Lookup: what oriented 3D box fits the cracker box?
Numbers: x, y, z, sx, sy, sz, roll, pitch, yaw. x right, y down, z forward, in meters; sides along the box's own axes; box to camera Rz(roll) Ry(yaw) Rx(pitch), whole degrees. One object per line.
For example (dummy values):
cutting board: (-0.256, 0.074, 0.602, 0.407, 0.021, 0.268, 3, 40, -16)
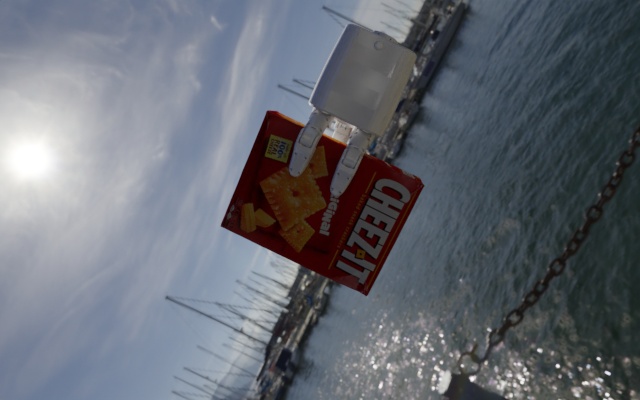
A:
cracker box: (0.000, 0.002, 0.617, 0.213, 0.164, 0.072, 25, 12, 2)
